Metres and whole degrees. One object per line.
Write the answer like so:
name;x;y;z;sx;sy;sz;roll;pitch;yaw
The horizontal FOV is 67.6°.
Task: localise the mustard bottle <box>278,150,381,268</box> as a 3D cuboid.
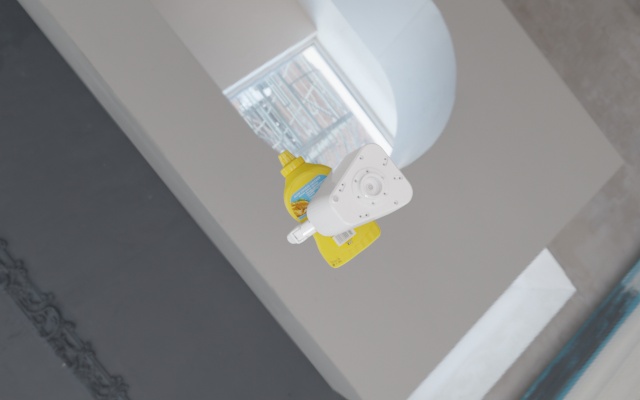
mustard bottle;0.000;0.003;0.736;0.096;0.191;0.058;-38;2;7
